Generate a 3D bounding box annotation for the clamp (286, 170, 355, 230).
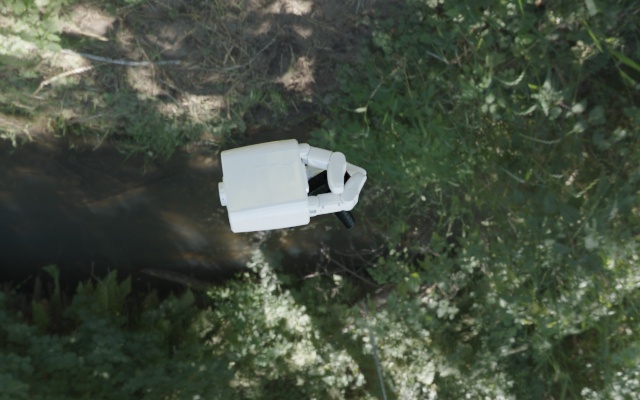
[{"bbox_3d":[0.000,0.003,0.736,0.120,0.039,0.172,-9,-32,-7],"label":"clamp"}]
